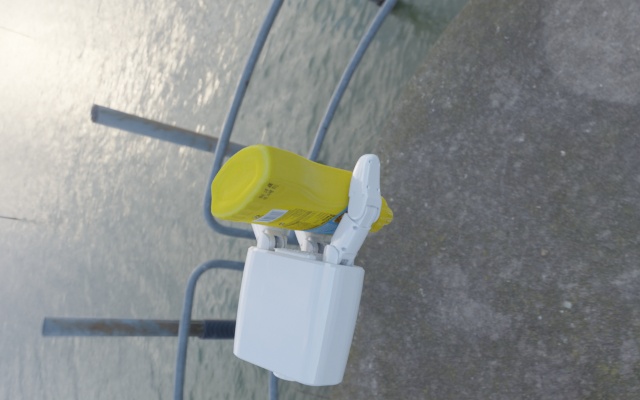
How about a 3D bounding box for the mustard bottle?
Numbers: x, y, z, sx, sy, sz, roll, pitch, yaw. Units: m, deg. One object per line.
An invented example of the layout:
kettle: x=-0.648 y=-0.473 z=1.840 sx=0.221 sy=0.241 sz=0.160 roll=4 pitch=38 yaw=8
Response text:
mustard bottle: x=0.000 y=0.001 z=0.461 sx=0.192 sy=0.058 sz=0.096 roll=13 pitch=-30 yaw=-38
